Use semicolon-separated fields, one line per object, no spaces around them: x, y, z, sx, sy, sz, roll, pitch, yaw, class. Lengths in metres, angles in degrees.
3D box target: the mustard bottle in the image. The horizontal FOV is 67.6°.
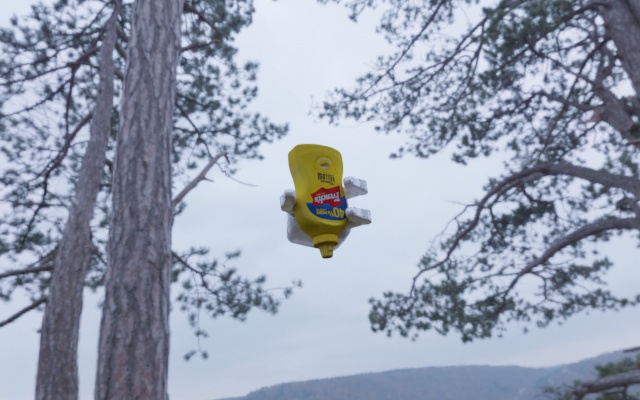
0.000;0.002;0.794;0.096;0.191;0.058;7;-25;-32;mustard bottle
